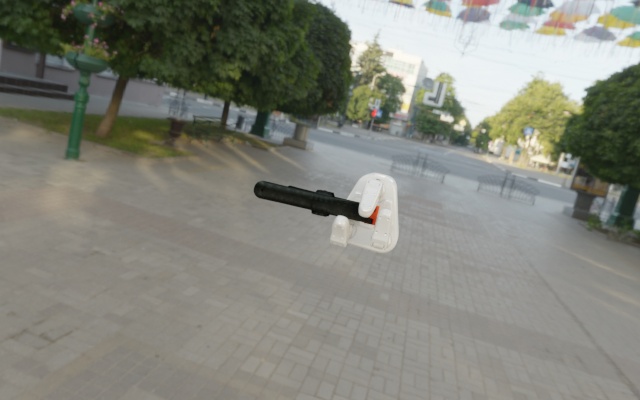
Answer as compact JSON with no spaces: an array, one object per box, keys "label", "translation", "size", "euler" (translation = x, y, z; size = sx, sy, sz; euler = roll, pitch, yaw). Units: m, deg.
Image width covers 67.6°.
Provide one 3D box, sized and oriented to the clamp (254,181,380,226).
[{"label":"clamp","translation":[0.000,0.002,0.688],"size":[0.171,0.039,0.120],"euler":[16,8,10]}]
